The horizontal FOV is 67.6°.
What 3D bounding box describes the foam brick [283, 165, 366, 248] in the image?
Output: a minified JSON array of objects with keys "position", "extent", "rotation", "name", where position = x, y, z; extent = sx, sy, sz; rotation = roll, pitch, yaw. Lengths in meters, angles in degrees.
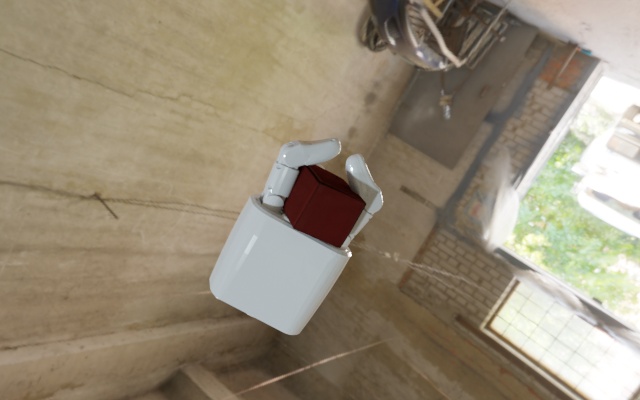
[{"position":[0.000,0.001,0.463],"extent":[0.053,0.051,0.078],"rotation":[26,11,-22],"name":"foam brick"}]
